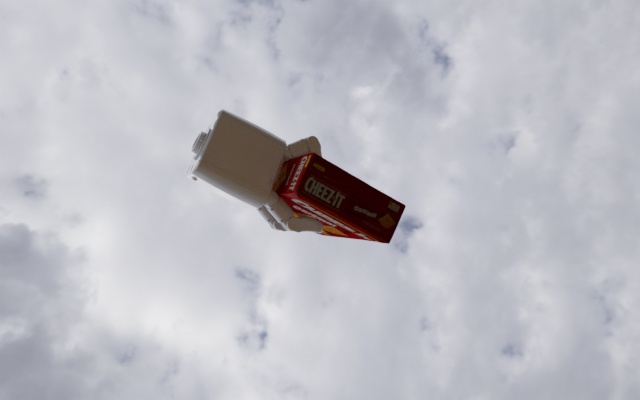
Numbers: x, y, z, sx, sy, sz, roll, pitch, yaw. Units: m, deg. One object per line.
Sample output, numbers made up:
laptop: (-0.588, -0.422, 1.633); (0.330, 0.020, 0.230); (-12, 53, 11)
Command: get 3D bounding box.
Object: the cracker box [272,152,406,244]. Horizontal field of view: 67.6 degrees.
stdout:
cracker box: (0.000, 0.002, 0.743); (0.164, 0.072, 0.213); (28, -12, -22)
